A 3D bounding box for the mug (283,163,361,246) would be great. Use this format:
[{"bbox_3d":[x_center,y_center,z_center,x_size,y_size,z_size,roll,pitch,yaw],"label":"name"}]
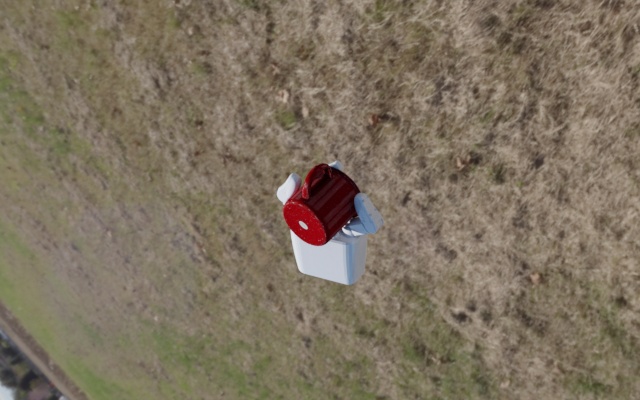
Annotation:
[{"bbox_3d":[0.000,0.001,0.670,0.093,0.117,0.081,25,51,29],"label":"mug"}]
